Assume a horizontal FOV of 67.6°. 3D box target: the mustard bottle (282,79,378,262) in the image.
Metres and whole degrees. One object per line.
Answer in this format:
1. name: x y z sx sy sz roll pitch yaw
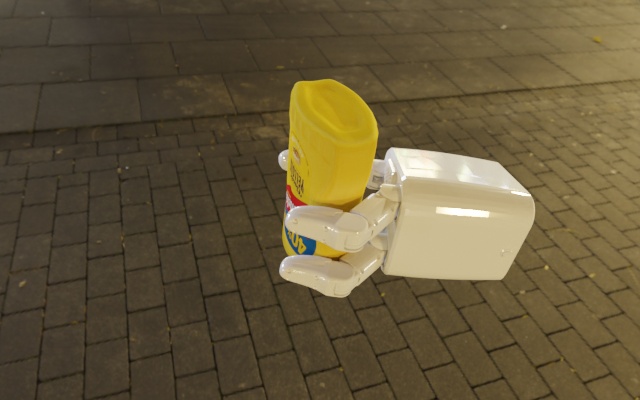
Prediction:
1. mustard bottle: 0.000 0.001 0.414 0.058 0.192 0.096 -11 44 -20
